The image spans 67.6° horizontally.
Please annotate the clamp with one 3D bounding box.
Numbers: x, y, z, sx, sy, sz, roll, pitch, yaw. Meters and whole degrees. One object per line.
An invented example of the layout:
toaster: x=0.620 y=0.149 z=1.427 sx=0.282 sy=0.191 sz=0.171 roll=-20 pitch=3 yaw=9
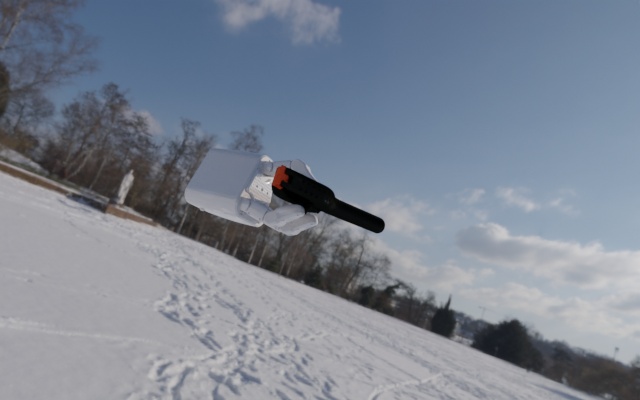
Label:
clamp: x=0.000 y=0.001 z=0.708 sx=0.164 sy=0.036 sz=0.210 roll=11 pitch=-14 yaw=24
